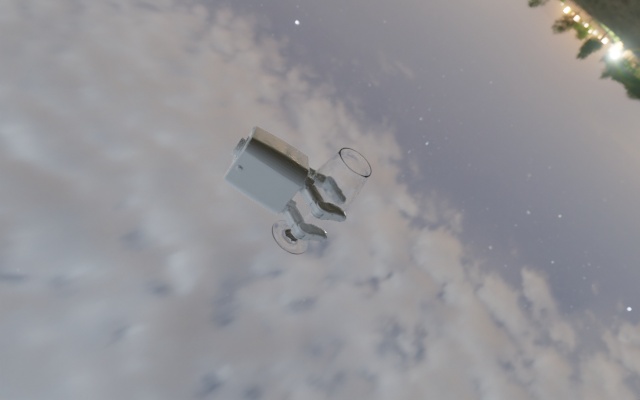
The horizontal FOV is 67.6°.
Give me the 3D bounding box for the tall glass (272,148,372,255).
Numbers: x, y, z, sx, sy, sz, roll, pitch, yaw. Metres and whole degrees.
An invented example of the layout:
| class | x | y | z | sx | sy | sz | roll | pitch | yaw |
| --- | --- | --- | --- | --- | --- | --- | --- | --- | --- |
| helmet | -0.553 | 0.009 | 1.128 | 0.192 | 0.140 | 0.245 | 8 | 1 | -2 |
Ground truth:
| class | x | y | z | sx | sy | sz | roll | pitch | yaw |
| --- | --- | --- | --- | --- | --- | --- | --- | --- | --- |
| tall glass | 0.000 | 0.003 | 0.794 | 0.079 | 0.079 | 0.201 | 0 | -39 | -46 |
